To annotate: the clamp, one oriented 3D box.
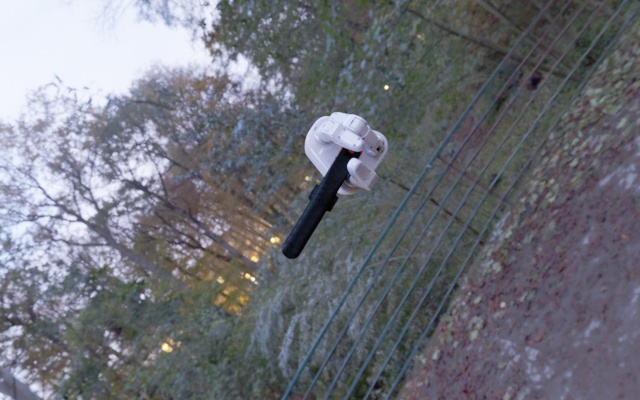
[{"bbox_3d":[0.000,0.002,0.651,0.039,0.171,0.120,34,-5,-5],"label":"clamp"}]
